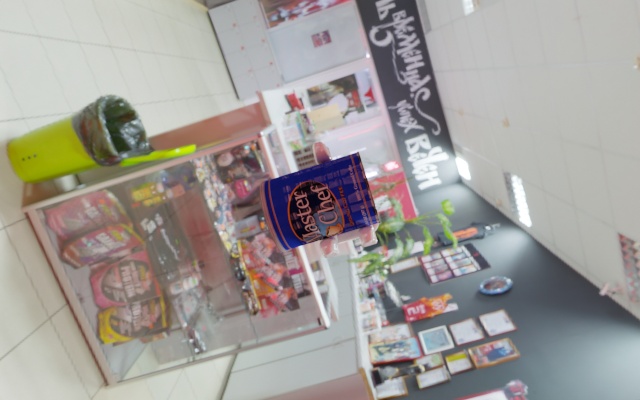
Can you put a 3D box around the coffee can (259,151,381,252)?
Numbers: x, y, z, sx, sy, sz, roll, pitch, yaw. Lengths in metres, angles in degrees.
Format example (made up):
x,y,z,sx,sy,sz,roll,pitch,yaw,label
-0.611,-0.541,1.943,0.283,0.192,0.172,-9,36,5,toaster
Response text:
x,y,z,sx,sy,sz,roll,pitch,yaw,label
0.000,0.002,0.654,0.140,0.103,0.103,-17,-2,6,coffee can
